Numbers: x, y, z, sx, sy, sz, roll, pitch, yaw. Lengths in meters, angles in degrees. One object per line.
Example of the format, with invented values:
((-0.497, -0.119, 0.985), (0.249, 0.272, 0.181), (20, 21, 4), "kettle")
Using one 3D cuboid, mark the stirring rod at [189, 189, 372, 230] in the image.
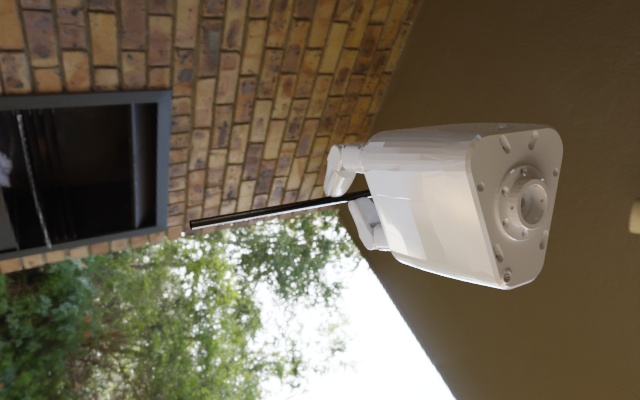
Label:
((0.000, 0.002, 0.440), (0.239, 0.011, 0.011), (-10, 5, -28), "stirring rod")
